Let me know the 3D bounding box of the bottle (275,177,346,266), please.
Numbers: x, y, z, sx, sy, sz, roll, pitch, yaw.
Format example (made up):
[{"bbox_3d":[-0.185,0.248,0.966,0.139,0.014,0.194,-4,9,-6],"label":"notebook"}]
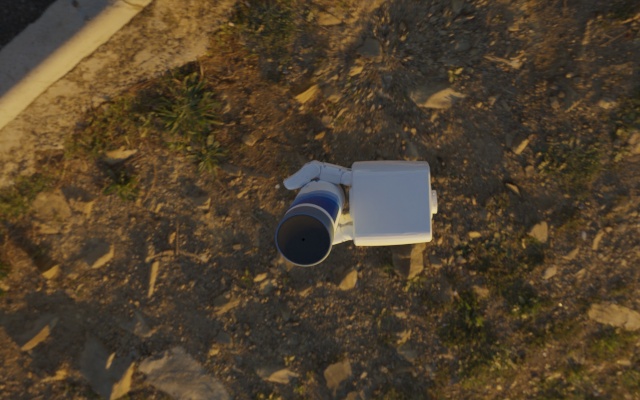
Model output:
[{"bbox_3d":[0.000,0.002,0.683,0.069,0.069,0.295,0,17,8],"label":"bottle"}]
